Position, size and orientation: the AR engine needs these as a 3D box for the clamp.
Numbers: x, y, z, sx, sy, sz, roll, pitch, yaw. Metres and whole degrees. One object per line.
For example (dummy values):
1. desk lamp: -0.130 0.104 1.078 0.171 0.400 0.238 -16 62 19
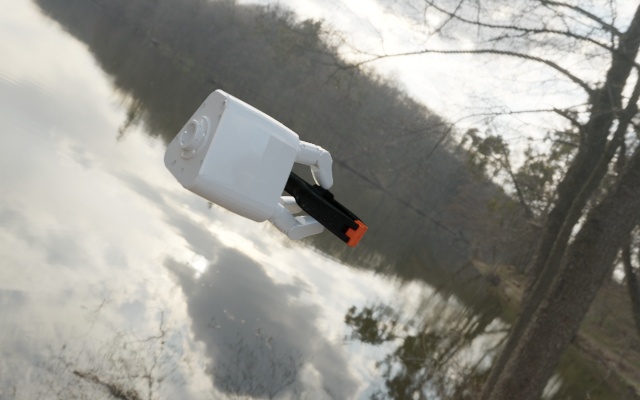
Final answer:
1. clamp: 0.001 0.002 0.625 0.164 0.036 0.210 27 8 -44
